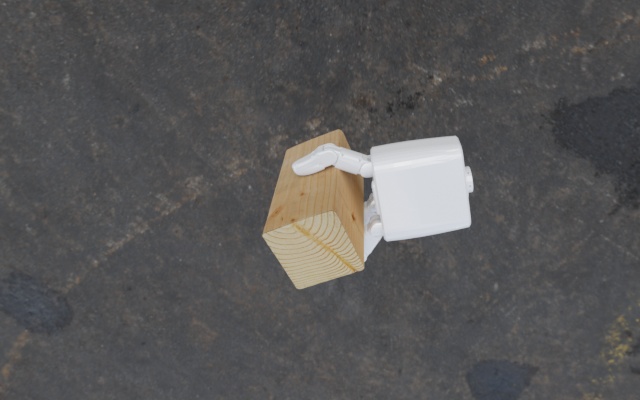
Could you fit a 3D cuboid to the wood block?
[{"bbox_3d":[0.000,0.002,0.618,0.090,0.091,0.206,-19,29,16],"label":"wood block"}]
